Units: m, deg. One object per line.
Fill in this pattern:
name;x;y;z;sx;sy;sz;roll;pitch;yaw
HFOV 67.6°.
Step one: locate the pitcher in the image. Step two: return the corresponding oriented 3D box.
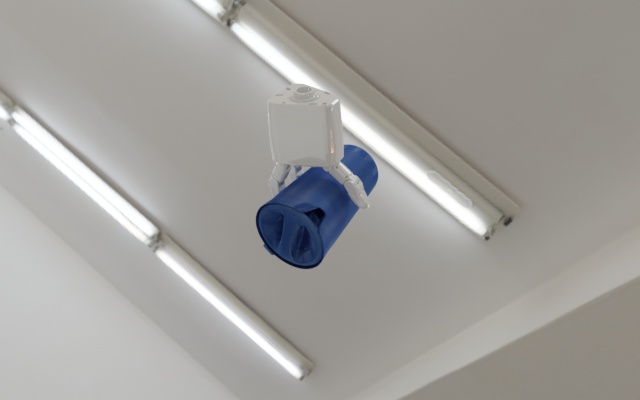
pitcher;0.000;0.003;0.857;0.149;0.145;0.242;14;39;28
